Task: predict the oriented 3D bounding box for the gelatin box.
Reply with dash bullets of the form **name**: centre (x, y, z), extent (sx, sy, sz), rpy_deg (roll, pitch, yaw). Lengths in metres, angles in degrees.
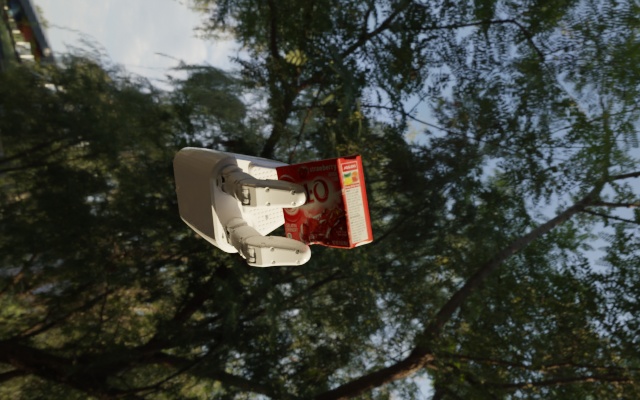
- **gelatin box**: centre (0.001, 0.001, 0.415), extent (0.030, 0.073, 0.089), rpy_deg (-13, 7, -40)
